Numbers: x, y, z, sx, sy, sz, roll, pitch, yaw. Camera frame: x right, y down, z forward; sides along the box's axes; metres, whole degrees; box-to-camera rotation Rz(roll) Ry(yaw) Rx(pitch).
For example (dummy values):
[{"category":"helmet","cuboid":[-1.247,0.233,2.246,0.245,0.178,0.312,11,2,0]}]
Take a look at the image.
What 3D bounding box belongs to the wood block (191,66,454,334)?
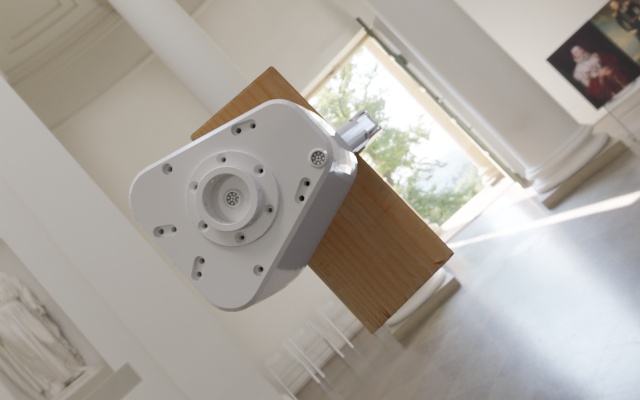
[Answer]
[{"category":"wood block","cuboid":[0.000,0.001,0.408,0.091,0.206,0.090,-43,-5,-5]}]
